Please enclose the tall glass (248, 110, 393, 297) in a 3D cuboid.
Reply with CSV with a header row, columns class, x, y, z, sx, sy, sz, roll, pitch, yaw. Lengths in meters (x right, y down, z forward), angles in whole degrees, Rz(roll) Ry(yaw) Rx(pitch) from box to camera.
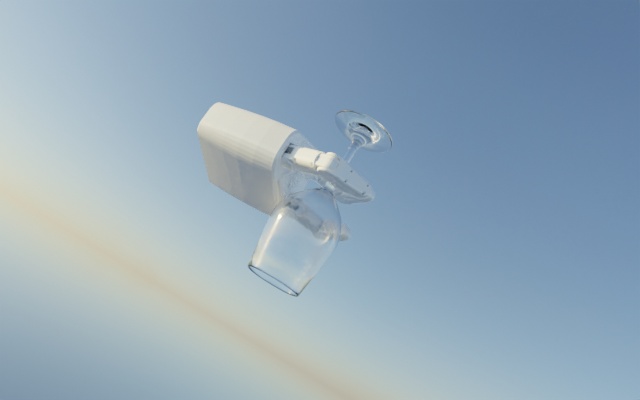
class,x,y,z,sx,sy,sz,roll,pitch,yaw
tall glass,0.001,0.001,0.518,0.079,0.201,0.079,28,-18,10
